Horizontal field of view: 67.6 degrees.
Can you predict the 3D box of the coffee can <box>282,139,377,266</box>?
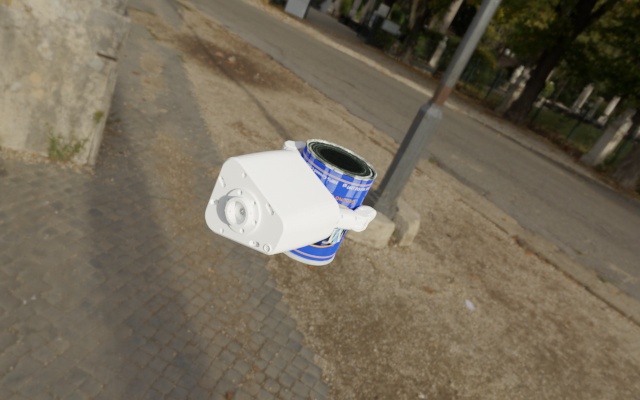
[{"bbox_3d":[0.000,0.002,0.652,0.103,0.140,0.102,22,23,-10],"label":"coffee can"}]
